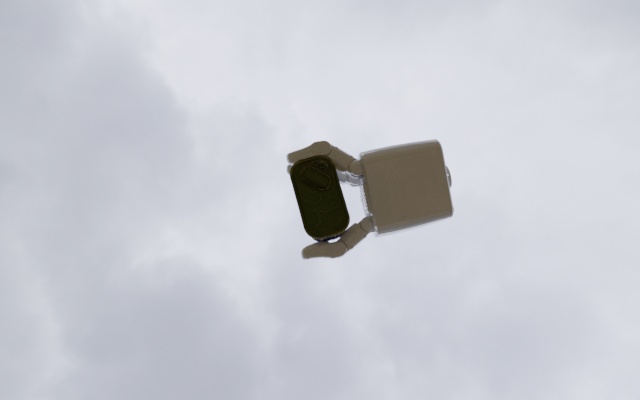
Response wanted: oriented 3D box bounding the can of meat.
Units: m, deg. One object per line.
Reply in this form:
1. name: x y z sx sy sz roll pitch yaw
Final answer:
1. can of meat: 0.000 0.002 0.620 0.057 0.102 0.084 -16 -10 -1
